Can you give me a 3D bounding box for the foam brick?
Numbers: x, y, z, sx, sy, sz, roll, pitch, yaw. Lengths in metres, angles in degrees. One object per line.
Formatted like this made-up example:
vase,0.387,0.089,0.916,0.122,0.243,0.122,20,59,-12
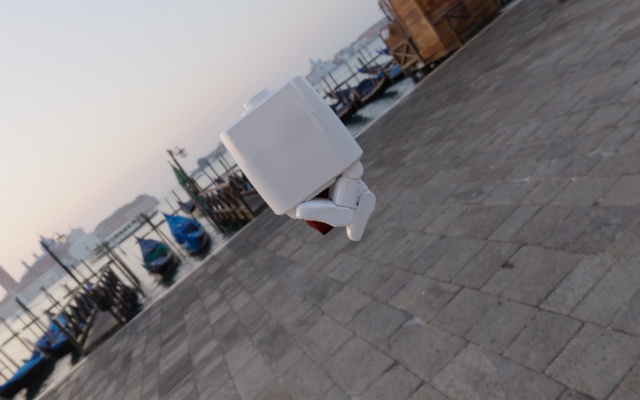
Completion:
foam brick,0.000,0.002,0.581,0.053,0.051,0.078,-40,12,-7
